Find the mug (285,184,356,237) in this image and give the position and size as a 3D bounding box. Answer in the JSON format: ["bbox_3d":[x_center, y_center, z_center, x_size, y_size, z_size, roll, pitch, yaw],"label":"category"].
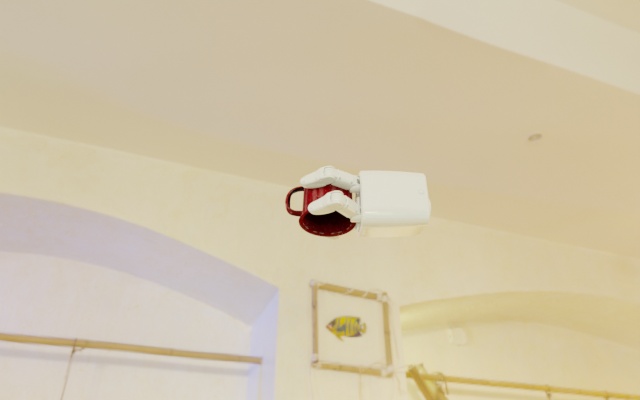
[{"bbox_3d":[-0.001,0.002,0.792,0.117,0.081,0.093,1,-33,1],"label":"mug"}]
